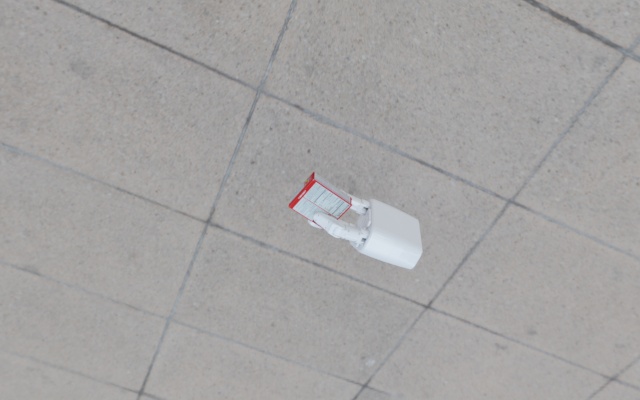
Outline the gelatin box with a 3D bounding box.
[{"bbox_3d":[0.000,0.003,0.843,0.089,0.073,0.030,33,28,-19],"label":"gelatin box"}]
